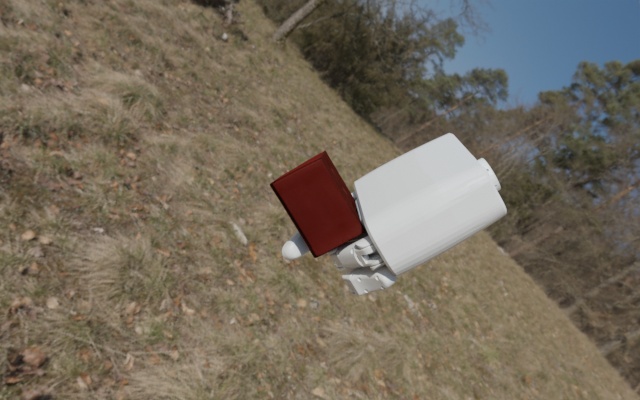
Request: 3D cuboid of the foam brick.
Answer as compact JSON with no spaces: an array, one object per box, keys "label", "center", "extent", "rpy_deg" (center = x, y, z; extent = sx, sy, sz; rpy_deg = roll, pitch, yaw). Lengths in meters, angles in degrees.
[{"label":"foam brick","center":[0.000,0.001,0.432],"extent":[0.051,0.078,0.053],"rpy_deg":[-30,9,12]}]
